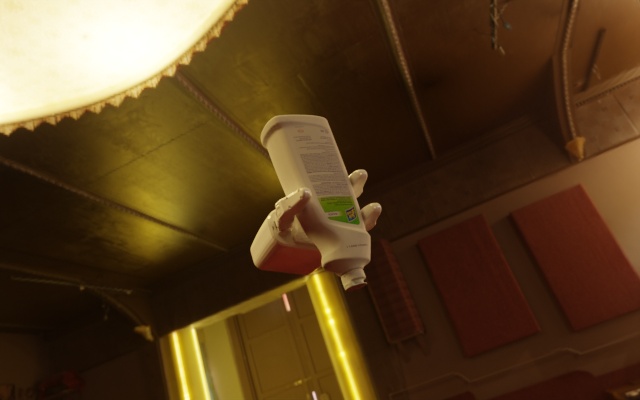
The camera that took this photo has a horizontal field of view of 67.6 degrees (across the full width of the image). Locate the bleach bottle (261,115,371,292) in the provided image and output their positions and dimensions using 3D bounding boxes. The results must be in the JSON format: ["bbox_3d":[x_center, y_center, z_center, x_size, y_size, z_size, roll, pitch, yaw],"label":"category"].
[{"bbox_3d":[0.000,0.002,0.650,0.102,0.250,0.068,-5,-27,-30],"label":"bleach bottle"}]
